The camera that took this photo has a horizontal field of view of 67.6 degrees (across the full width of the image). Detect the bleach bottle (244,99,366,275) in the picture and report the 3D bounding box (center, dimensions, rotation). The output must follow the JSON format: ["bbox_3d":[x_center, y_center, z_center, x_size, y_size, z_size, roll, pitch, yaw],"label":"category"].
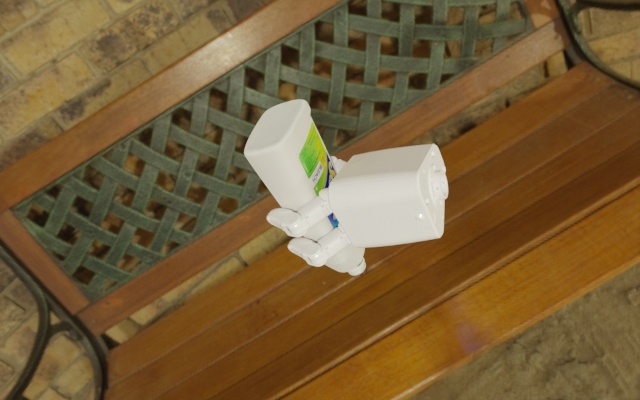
[{"bbox_3d":[0.000,0.002,0.615,0.068,0.102,0.251,-9,-49,29],"label":"bleach bottle"}]
